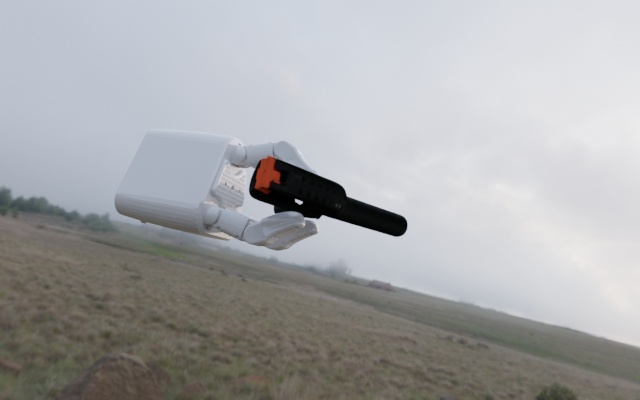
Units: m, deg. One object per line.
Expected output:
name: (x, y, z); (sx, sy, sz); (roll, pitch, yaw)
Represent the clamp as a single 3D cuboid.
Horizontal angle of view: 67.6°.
clamp: (0.000, 0.001, 0.479); (0.164, 0.036, 0.210); (8, -10, 16)
